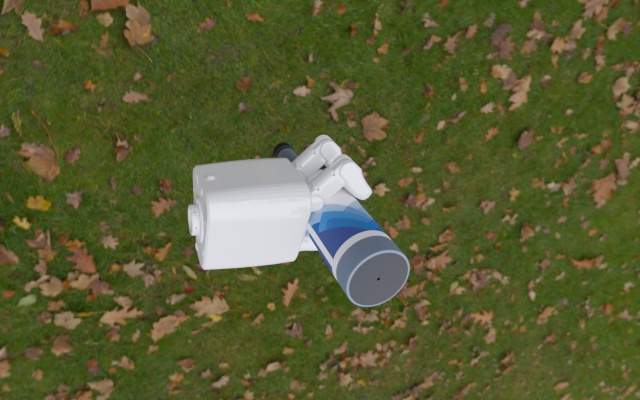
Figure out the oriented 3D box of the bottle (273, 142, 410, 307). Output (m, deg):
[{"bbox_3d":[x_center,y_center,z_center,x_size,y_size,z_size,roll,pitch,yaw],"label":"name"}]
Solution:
[{"bbox_3d":[0.000,0.002,0.560,0.069,0.069,0.295,0,29,-25],"label":"bottle"}]
